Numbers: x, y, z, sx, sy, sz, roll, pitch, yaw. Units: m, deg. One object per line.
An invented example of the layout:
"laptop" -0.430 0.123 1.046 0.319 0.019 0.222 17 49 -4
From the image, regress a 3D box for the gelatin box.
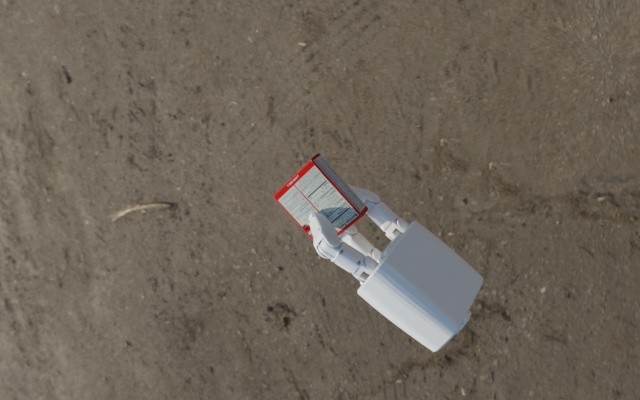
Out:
"gelatin box" 0.000 0.002 0.564 0.073 0.089 0.030 -42 2 30
